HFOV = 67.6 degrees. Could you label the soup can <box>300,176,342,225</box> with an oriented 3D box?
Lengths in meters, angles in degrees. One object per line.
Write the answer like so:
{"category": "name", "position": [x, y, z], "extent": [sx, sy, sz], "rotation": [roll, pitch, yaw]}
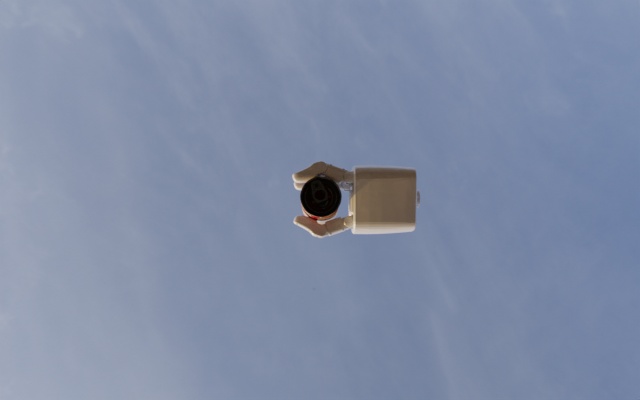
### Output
{"category": "soup can", "position": [0.000, 0.003, 0.823], "extent": [0.068, 0.068, 0.102], "rotation": [0, -10, -1]}
